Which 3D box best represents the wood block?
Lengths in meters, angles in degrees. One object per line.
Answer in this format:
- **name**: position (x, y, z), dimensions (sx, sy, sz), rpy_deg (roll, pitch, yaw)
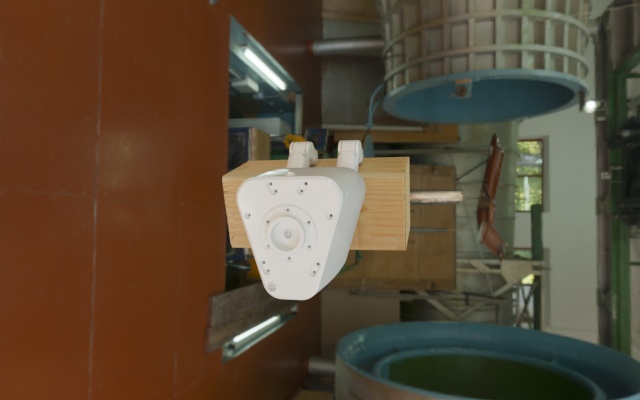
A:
- **wood block**: position (0.000, 0.002, 0.571), dimensions (0.206, 0.091, 0.090), rpy_deg (0, 17, 13)
